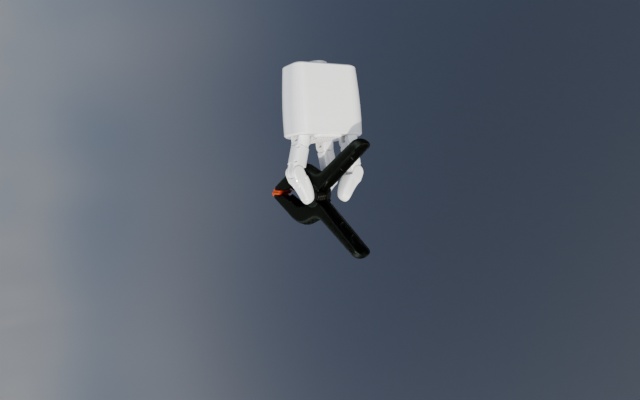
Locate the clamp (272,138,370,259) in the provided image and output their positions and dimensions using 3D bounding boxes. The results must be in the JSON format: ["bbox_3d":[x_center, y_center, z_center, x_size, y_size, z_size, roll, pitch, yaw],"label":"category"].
[{"bbox_3d":[-0.001,0.002,0.718,0.036,0.164,0.210,-4,0,-41],"label":"clamp"}]
